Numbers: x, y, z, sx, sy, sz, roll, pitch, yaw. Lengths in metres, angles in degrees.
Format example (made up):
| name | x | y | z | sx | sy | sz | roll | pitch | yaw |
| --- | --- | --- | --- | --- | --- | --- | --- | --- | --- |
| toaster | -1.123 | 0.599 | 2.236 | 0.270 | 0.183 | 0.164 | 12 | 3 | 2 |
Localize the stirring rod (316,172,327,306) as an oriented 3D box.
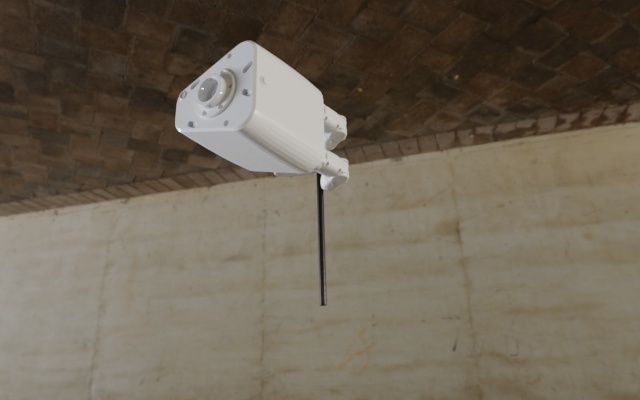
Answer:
| name | x | y | z | sx | sy | sz | roll | pitch | yaw |
| --- | --- | --- | --- | --- | --- | --- | --- | --- | --- |
| stirring rod | 0.000 | 0.002 | 0.563 | 0.011 | 0.239 | 0.011 | -1 | -20 | 0 |
